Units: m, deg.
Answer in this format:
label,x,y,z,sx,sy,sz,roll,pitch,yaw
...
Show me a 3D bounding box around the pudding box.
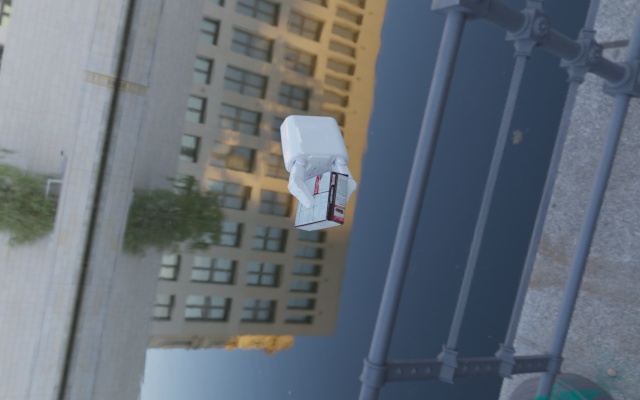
label,x,y,z,sx,sy,sz,roll,pitch,yaw
pudding box,0.000,0.003,0.839,0.039,0.090,0.113,13,-15,-29
